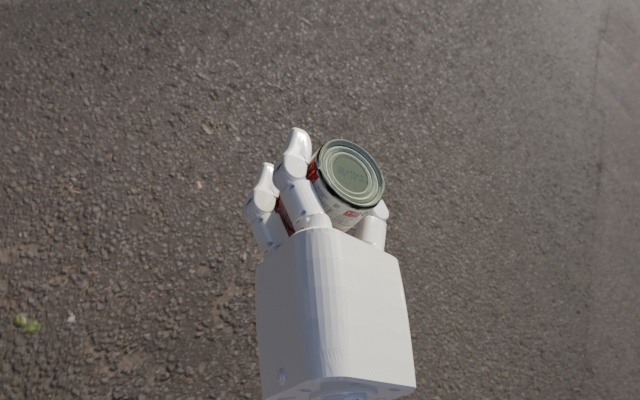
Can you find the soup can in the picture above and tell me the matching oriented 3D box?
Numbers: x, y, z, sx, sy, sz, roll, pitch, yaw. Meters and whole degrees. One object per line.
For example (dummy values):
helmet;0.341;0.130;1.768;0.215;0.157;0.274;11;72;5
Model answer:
soup can;0.000;0.001;0.422;0.068;0.068;0.102;0;-29;-36
